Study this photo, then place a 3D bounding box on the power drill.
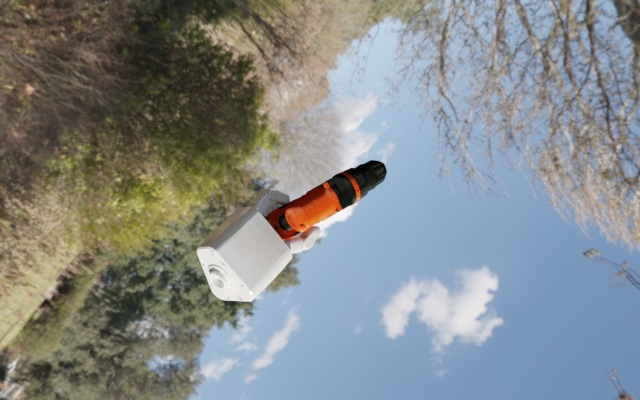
[{"bbox_3d":[0.000,0.003,0.770,0.184,0.057,0.188,-28,-2,-28],"label":"power drill"}]
